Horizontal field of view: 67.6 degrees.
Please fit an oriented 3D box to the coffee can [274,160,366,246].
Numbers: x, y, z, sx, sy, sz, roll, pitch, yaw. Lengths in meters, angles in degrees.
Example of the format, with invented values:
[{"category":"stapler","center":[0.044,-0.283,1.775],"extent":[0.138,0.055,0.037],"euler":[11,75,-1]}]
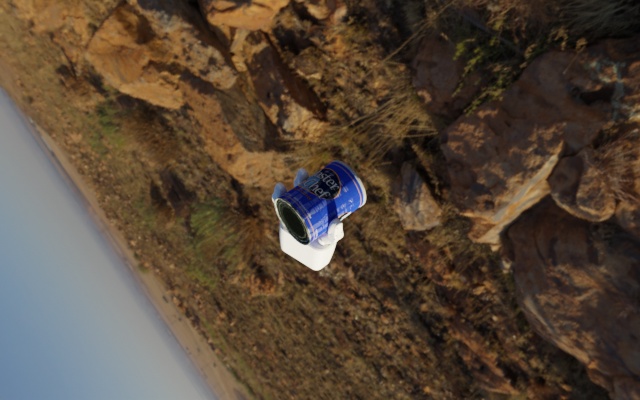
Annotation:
[{"category":"coffee can","center":[0.000,0.003,0.891],"extent":[0.140,0.103,0.103],"euler":[-35,15,-24]}]
